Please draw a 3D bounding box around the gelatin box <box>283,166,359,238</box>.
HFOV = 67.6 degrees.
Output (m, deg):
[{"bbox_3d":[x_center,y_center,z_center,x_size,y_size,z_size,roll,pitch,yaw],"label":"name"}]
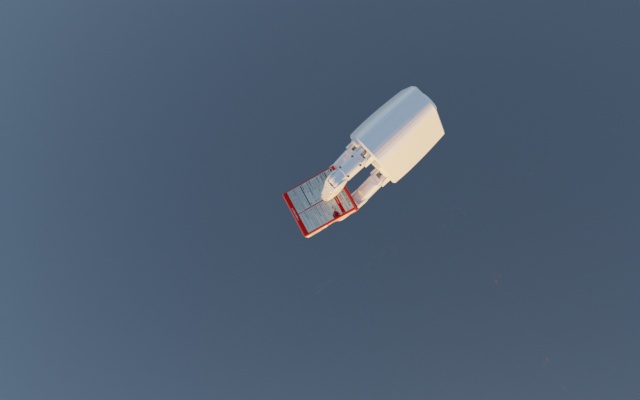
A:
[{"bbox_3d":[0.000,0.002,0.704,0.089,0.073,0.030,-29,-10,3],"label":"gelatin box"}]
